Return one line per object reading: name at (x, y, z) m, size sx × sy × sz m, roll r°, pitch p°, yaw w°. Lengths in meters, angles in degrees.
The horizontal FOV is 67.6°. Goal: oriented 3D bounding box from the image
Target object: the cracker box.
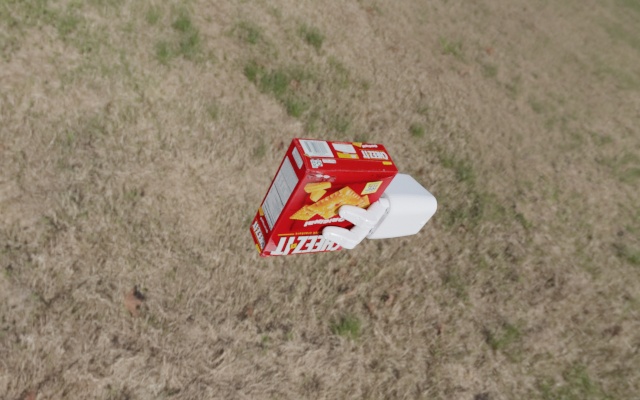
cracker box at (0.000, 0.002, 0.767) m, size 0.164 × 0.072 × 0.214 m, roll 0°, pitch -40°, yaw -31°
